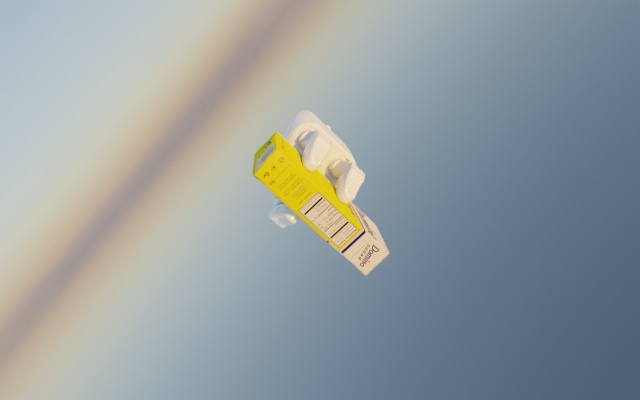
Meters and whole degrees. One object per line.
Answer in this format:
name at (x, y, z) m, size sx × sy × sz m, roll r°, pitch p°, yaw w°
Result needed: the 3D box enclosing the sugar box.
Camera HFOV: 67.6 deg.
sugar box at (0.000, 0.001, 0.555) m, size 0.176 × 0.048 × 0.093 m, roll 40°, pitch 12°, yaw -18°
